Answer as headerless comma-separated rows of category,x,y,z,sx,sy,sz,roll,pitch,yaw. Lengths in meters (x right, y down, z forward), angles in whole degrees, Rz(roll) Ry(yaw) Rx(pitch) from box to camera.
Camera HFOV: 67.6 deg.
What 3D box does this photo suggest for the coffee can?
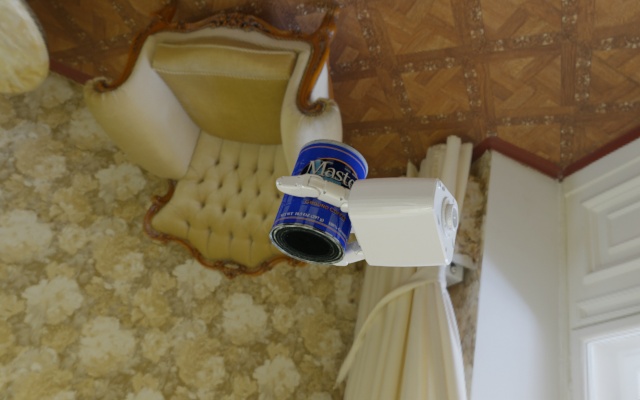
coffee can,0.000,0.002,0.653,0.103,0.140,0.103,13,-31,8
